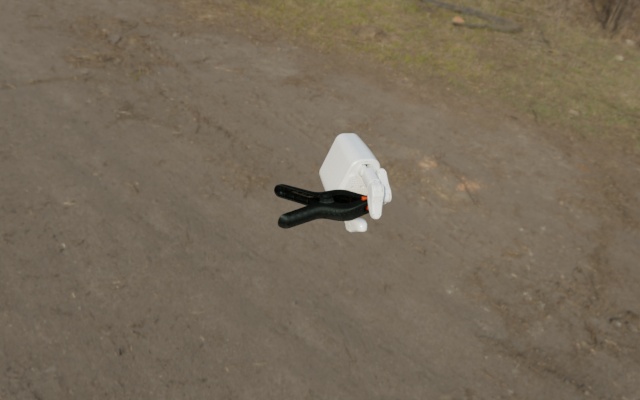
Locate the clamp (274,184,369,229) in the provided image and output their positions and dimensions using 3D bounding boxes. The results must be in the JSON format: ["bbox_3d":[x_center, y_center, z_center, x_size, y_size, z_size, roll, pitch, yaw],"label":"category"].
[{"bbox_3d":[0.000,0.002,0.818,0.171,0.039,0.120,-3,37,-18],"label":"clamp"}]
